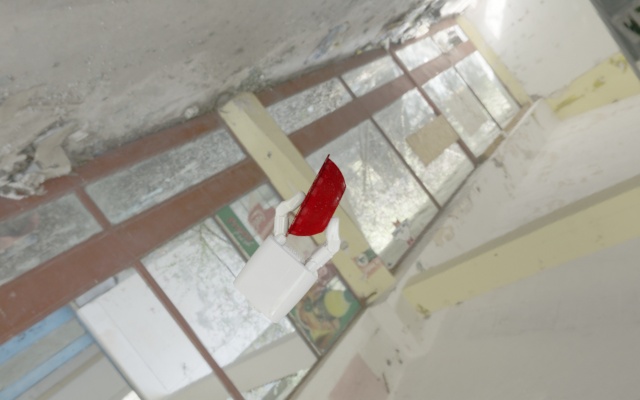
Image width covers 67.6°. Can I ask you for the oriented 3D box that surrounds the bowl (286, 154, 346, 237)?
[{"bbox_3d":[0.001,0.002,0.824,0.055,0.162,0.162,27,-1,-1],"label":"bowl"}]
